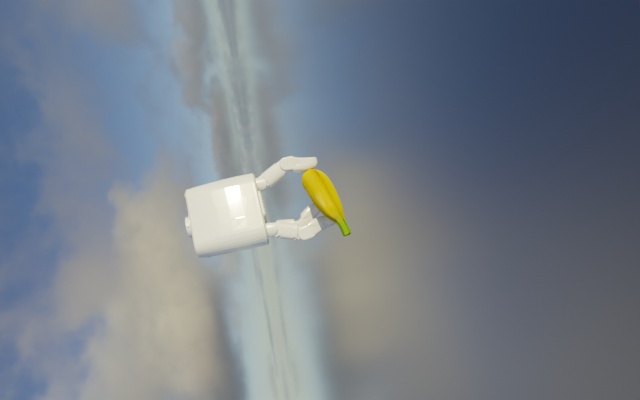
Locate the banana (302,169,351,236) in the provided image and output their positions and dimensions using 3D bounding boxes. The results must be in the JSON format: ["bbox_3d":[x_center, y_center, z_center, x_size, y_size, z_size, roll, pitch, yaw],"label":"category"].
[{"bbox_3d":[-0.003,-0.013,0.718,0.037,0.070,0.197,-17,24,-7],"label":"banana"}]
